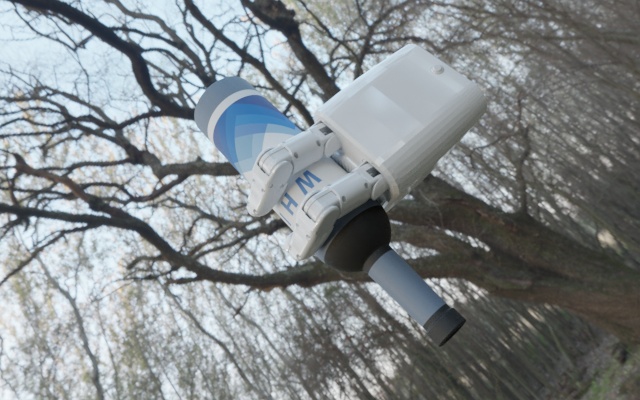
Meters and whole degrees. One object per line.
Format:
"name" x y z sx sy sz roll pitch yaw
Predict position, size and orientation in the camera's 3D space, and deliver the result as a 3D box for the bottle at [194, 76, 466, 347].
"bottle" 0.000 0.001 0.402 0.295 0.069 0.069 45 23 26
